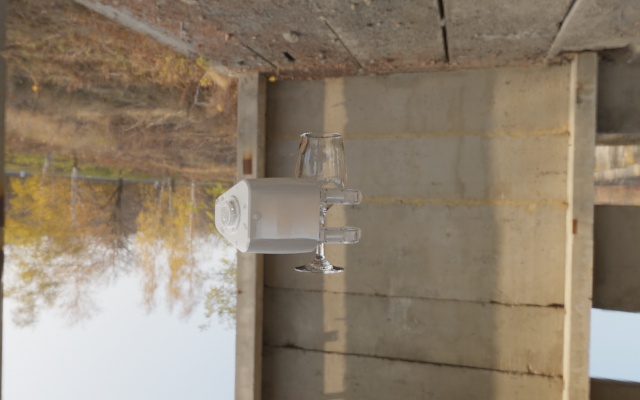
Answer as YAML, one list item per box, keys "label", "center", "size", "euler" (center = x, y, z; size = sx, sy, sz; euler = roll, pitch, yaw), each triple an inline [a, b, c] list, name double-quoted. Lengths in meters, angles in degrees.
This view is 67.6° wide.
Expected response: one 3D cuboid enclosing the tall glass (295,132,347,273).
- label: "tall glass"
  center: [0.000, 0.003, 0.707]
  size: [0.079, 0.201, 0.079]
  euler: [1, 0, 0]
